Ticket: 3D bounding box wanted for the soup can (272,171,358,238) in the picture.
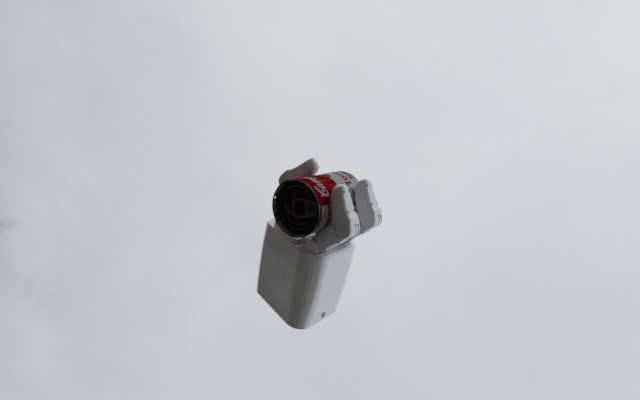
[{"bbox_3d":[0.000,0.001,0.579,0.068,0.068,0.102,0,9,36],"label":"soup can"}]
